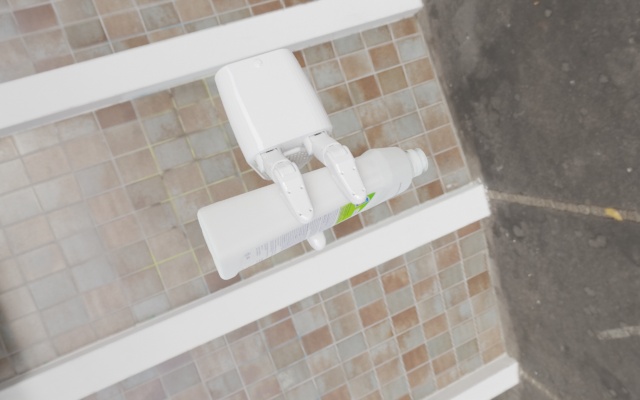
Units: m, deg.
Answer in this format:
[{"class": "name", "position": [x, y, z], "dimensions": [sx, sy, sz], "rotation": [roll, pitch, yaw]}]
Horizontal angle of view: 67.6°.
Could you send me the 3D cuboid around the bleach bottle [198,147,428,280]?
[{"class": "bleach bottle", "position": [0.000, 0.002, 0.514], "dimensions": [0.251, 0.068, 0.103], "rotation": [-22, -14, -16]}]
